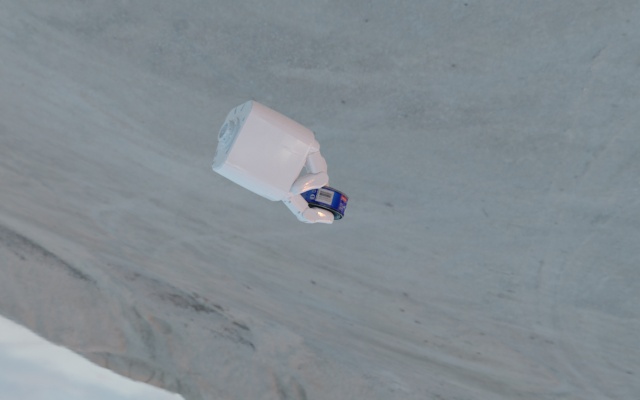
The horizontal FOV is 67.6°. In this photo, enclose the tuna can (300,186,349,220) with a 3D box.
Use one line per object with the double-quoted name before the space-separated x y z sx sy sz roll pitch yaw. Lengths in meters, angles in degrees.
"tuna can" 0.000 0.003 0.772 0.086 0.033 0.086 14 -14 4
